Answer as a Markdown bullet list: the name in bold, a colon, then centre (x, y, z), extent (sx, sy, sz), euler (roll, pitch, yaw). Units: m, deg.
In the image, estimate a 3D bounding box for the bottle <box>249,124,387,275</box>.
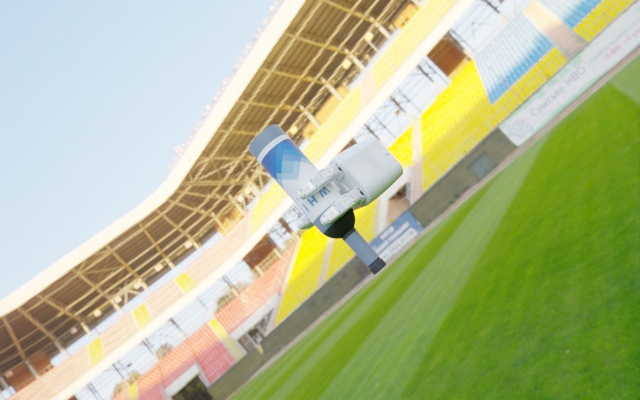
- **bottle**: centre (0.000, 0.002, 0.790), extent (0.069, 0.295, 0.069), euler (-41, -8, -7)
